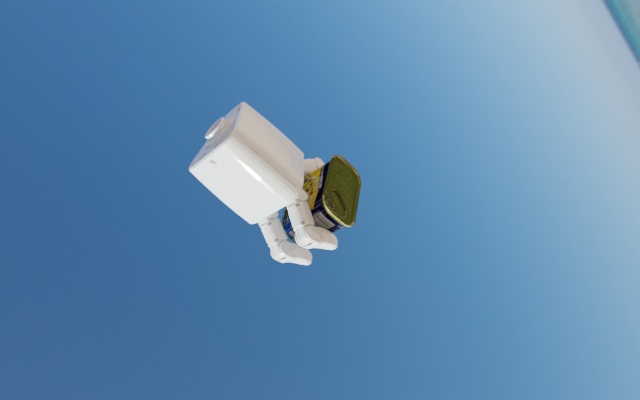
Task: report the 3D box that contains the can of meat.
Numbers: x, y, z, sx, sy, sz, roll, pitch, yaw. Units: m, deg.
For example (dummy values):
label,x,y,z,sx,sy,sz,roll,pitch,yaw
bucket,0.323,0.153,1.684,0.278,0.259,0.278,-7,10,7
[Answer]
label,x,y,z,sx,sy,sz,roll,pitch,yaw
can of meat,0.000,0.002,0.624,0.084,0.102,0.057,-29,-57,36
